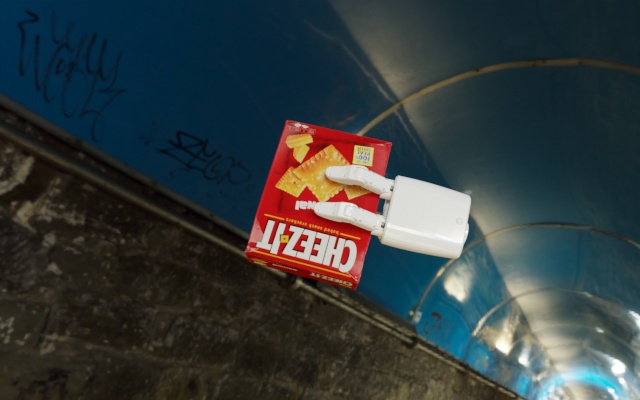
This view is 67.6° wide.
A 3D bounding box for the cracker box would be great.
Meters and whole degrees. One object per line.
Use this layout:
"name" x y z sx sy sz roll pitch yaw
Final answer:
"cracker box" 0.000 0.002 0.696 0.164 0.213 0.072 14 -18 5
